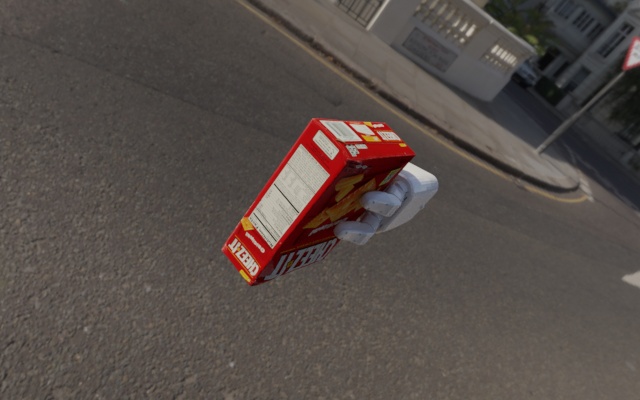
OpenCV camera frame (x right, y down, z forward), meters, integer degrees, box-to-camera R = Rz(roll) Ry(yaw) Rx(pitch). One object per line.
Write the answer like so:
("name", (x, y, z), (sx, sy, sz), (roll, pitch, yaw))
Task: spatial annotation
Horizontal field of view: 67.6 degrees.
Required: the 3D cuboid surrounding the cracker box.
("cracker box", (0.000, 0.002, 0.595), (0.164, 0.072, 0.214), (-10, -36, -55))
